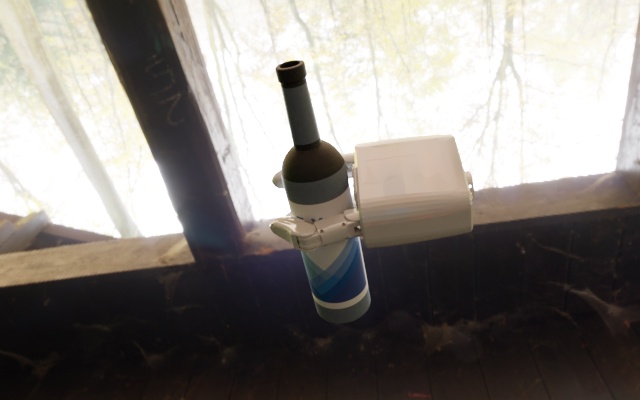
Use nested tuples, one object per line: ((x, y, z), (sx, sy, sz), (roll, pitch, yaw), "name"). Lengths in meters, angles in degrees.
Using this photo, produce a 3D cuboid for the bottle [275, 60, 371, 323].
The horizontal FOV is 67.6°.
((0.000, 0.002, 0.501), (0.069, 0.296, 0.069), (-9, 32, 6), "bottle")
